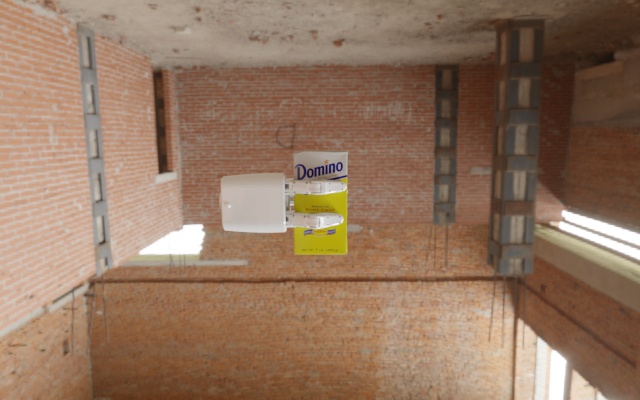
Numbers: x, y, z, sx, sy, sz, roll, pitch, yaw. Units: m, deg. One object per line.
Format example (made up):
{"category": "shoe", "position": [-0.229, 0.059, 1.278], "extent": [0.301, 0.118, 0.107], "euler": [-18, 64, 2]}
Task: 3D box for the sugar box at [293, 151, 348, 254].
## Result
{"category": "sugar box", "position": [0.000, 0.003, 0.821], "extent": [0.093, 0.176, 0.048], "euler": [-1, 8, 0]}
